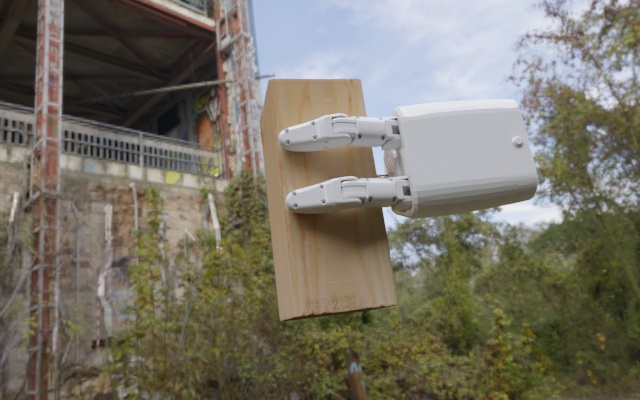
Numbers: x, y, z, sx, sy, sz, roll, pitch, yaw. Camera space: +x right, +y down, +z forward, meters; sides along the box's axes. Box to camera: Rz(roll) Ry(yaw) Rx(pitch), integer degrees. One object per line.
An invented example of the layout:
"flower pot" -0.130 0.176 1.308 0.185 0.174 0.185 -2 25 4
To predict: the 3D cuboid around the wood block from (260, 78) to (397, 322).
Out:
"wood block" 0.000 0.001 0.445 0.090 0.206 0.091 -4 -15 -13
